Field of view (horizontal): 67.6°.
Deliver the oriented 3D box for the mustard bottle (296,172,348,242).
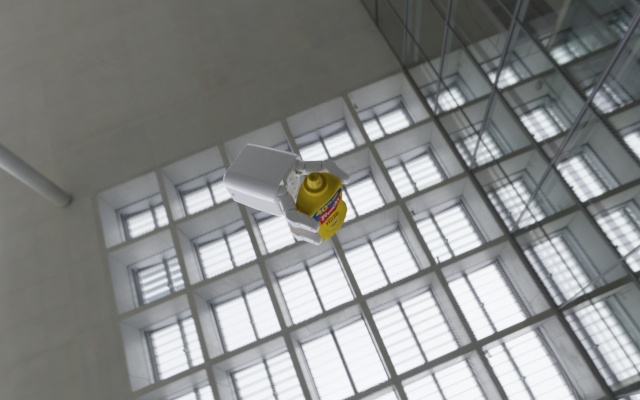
[{"bbox_3d":[0.000,0.003,0.851,0.058,0.096,0.192,40,-15,23],"label":"mustard bottle"}]
